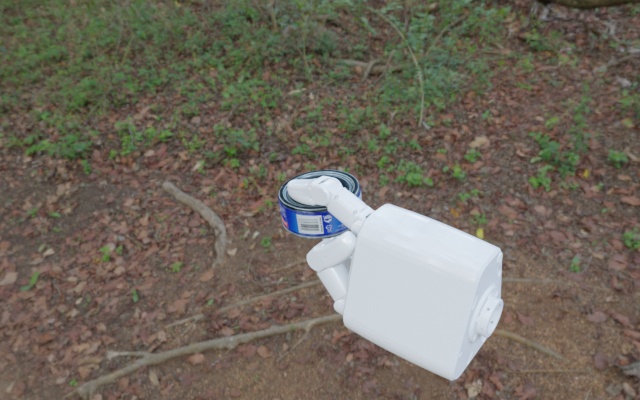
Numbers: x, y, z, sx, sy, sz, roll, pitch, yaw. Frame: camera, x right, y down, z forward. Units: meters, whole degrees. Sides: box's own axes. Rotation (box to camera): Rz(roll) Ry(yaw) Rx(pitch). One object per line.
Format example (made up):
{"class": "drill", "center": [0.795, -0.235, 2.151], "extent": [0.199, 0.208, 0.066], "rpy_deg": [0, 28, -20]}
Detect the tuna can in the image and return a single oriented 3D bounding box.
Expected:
{"class": "tuna can", "center": [0.000, 0.001, 0.490], "extent": [0.086, 0.034, 0.086], "rpy_deg": [-6, 30, 3]}
